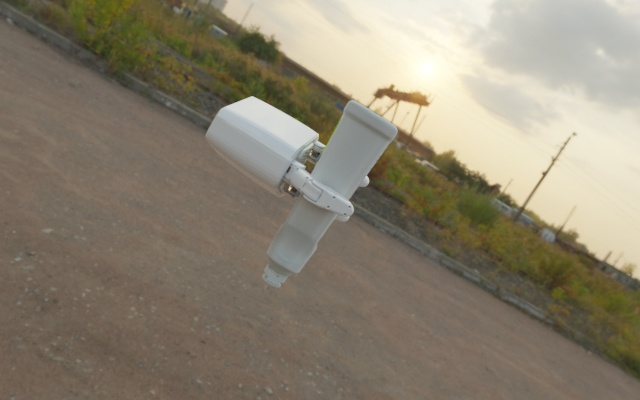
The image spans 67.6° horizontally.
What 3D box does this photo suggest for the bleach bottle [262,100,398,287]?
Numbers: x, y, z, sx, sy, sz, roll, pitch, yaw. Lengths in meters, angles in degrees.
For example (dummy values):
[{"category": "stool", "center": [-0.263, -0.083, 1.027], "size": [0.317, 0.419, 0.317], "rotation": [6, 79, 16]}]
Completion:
[{"category": "bleach bottle", "center": [0.000, 0.002, 0.593], "size": [0.068, 0.251, 0.102], "rotation": [32, 10, 2]}]
